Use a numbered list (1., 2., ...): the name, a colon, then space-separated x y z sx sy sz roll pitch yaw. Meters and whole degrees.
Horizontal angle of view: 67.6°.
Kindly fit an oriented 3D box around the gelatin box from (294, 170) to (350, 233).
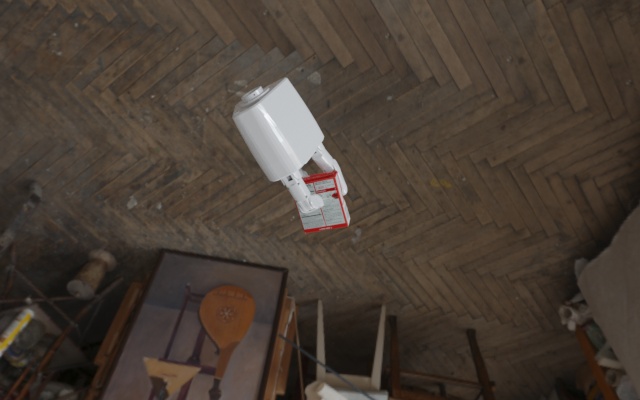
1. gelatin box: 0.000 0.003 0.745 0.073 0.089 0.030 -10 23 15
